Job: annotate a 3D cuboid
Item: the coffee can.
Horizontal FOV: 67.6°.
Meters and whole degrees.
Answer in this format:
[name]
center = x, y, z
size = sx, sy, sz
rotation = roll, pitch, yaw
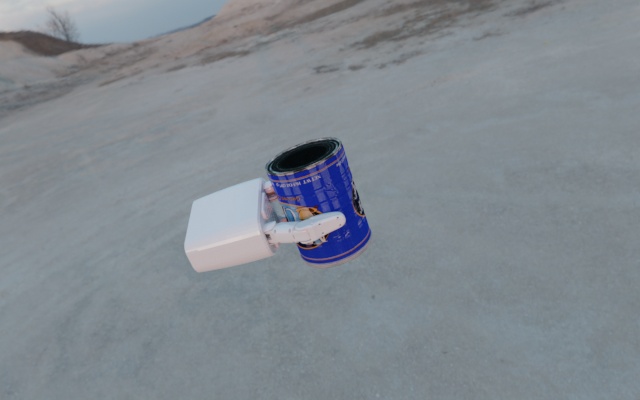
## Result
[coffee can]
center = 0.000, 0.002, 0.626
size = 0.103, 0.140, 0.102
rotation = -17, 24, 8
